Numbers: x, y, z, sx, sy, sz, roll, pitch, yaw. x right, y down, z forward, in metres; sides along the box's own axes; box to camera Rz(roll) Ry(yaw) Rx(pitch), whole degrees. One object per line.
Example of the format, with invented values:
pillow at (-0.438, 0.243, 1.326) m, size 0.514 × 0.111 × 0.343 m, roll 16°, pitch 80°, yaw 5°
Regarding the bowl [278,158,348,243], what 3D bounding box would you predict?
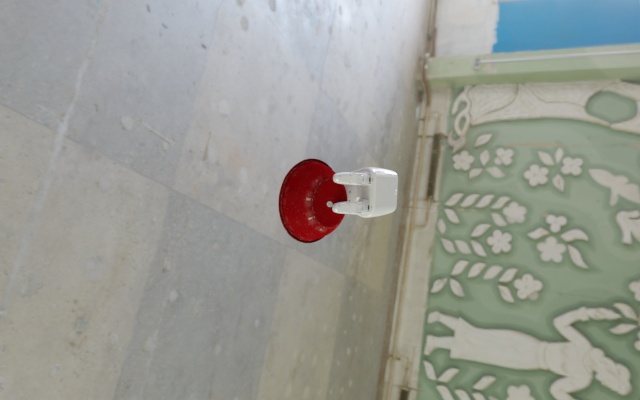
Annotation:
bowl at (-0.001, 0.003, 0.888) m, size 0.162 × 0.162 × 0.055 m, roll 0°, pitch 4°, yaw -43°
